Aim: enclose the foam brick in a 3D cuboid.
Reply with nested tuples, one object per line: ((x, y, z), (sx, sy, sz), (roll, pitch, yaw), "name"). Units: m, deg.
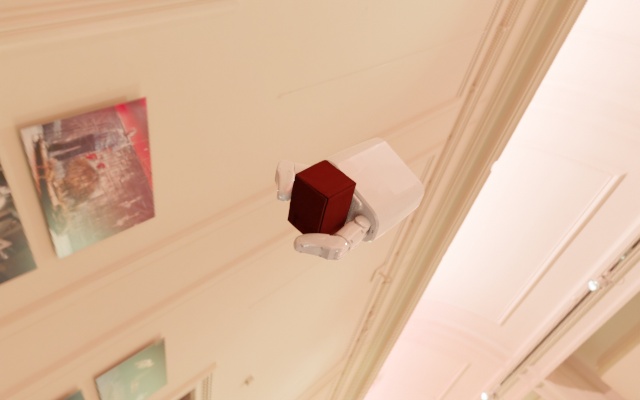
((0.000, 0.002, 0.561), (0.051, 0.078, 0.053), (-29, 57, -36), "foam brick")
